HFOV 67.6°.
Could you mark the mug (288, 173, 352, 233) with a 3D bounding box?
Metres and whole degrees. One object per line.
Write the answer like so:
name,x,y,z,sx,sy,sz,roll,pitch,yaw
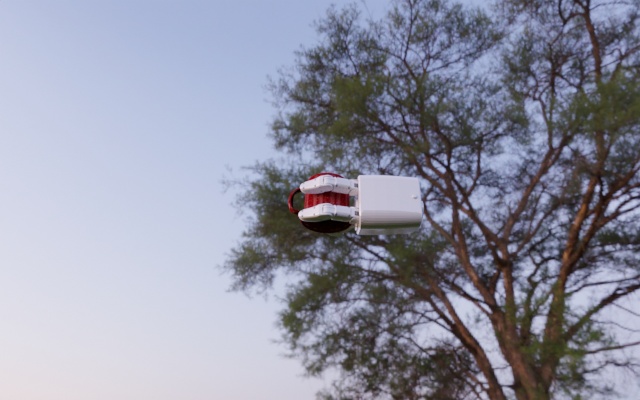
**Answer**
mug,-0.001,0.003,0.872,0.117,0.081,0.093,2,-31,1
